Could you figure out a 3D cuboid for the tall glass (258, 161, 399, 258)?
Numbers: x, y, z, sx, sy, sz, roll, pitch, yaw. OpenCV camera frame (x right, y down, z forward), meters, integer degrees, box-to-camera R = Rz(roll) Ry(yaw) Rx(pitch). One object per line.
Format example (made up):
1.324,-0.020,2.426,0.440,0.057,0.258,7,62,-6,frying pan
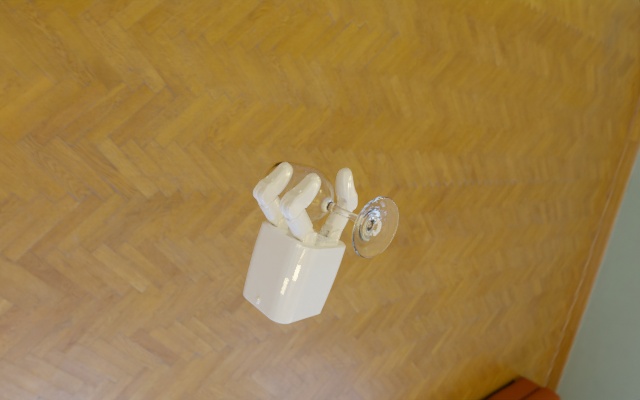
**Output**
0.001,0.002,0.613,0.079,0.079,0.201,0,18,-42,tall glass
